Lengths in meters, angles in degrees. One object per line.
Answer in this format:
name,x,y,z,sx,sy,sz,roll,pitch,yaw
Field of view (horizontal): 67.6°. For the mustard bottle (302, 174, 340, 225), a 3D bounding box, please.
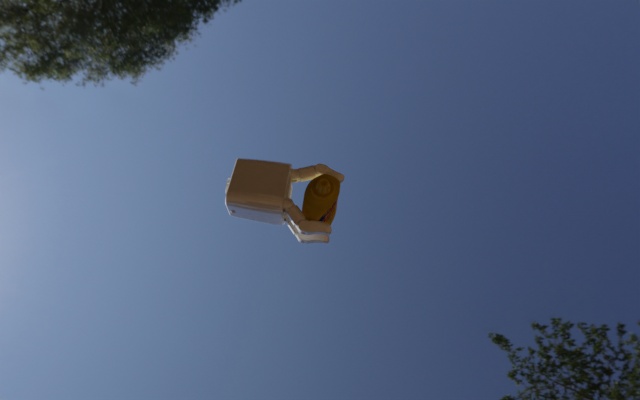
mustard bottle,0.000,0.003,0.886,0.058,0.096,0.192,31,-19,9
